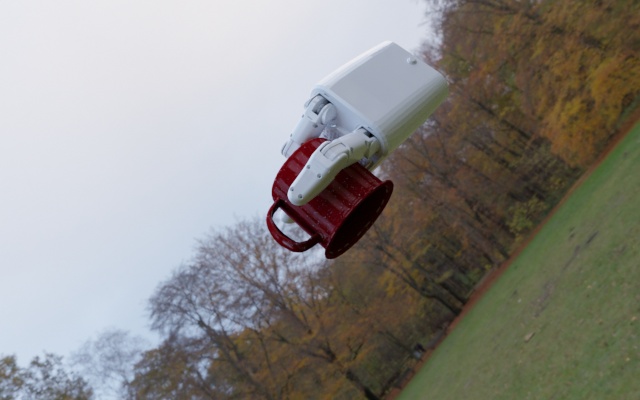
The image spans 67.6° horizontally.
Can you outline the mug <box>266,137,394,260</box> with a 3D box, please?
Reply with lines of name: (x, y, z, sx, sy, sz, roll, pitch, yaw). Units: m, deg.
mug: (-0.001, 0.002, 0.446, 0.117, 0.081, 0.093, -40, -21, -26)
